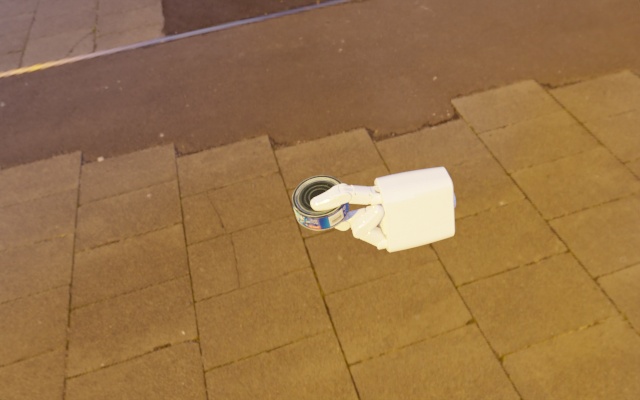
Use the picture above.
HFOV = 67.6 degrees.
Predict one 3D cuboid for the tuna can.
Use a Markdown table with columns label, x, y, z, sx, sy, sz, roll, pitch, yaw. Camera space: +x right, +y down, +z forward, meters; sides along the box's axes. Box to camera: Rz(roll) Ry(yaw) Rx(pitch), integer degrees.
| label | x | y | z | sx | sy | sz | roll | pitch | yaw |
| --- | --- | --- | --- | --- | --- | --- | --- | --- | --- |
| tuna can | 0.000 | 0.002 | 0.728 | 0.086 | 0.086 | 0.034 | 0 | -40 | 12 |
